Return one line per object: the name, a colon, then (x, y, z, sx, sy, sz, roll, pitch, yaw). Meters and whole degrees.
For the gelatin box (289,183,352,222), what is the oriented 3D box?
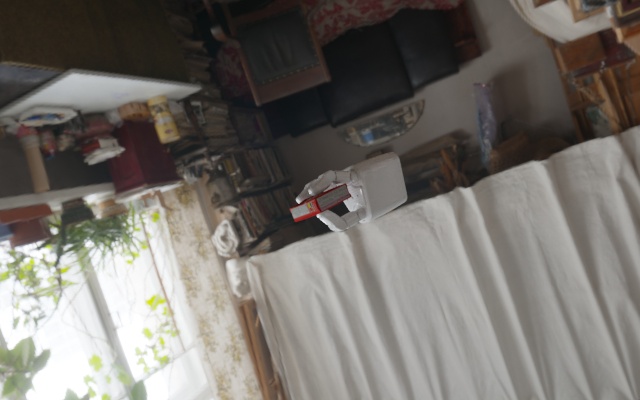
gelatin box: (0.000, 0.003, 0.853, 0.073, 0.030, 0.089, -20, 6, 46)
